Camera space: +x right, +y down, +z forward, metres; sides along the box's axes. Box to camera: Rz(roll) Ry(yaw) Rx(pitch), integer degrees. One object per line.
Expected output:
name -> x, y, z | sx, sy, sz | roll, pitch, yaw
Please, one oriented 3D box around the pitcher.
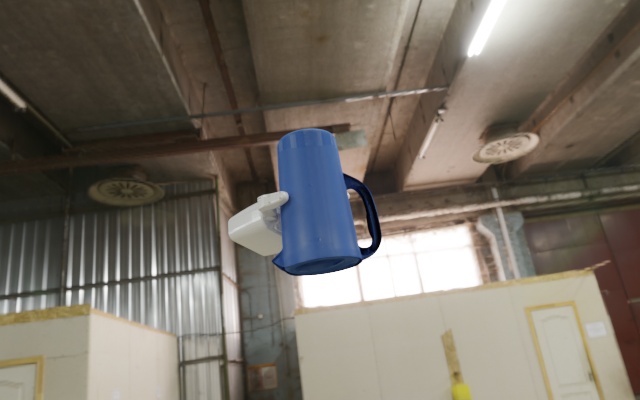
pitcher -> 0.000, 0.003, 0.828 | 0.145, 0.242, 0.149 | -24, -25, 39
